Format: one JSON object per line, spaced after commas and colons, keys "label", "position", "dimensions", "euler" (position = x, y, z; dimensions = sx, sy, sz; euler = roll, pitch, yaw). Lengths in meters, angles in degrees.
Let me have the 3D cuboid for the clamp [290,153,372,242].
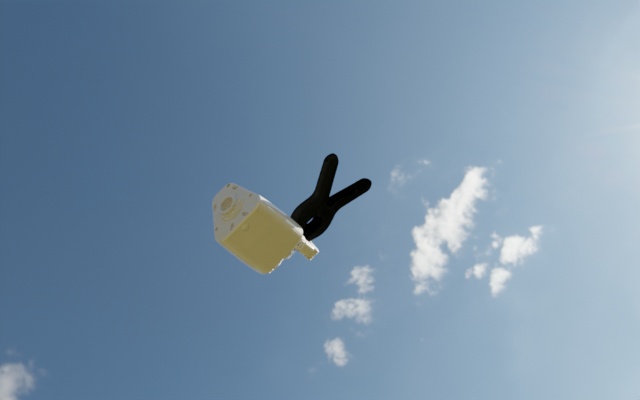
{"label": "clamp", "position": [0.000, 0.002, 0.780], "dimensions": [0.120, 0.171, 0.039], "euler": [43, 0, -43]}
